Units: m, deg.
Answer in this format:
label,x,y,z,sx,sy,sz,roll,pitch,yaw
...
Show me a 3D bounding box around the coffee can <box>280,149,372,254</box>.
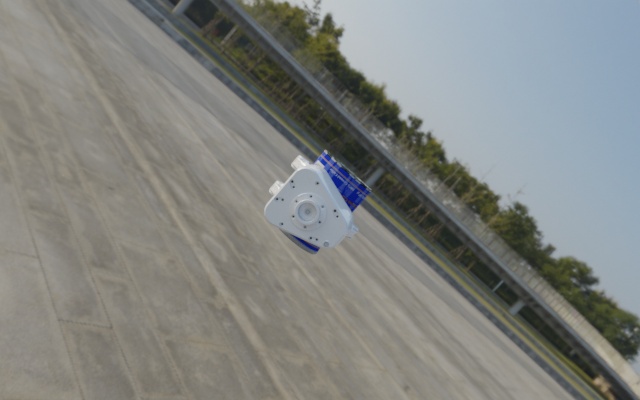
label,x,y,z,sx,sy,sz,roll,pitch,yaw
coffee can,0.000,0.003,0.782,0.103,0.140,0.103,41,6,-5
